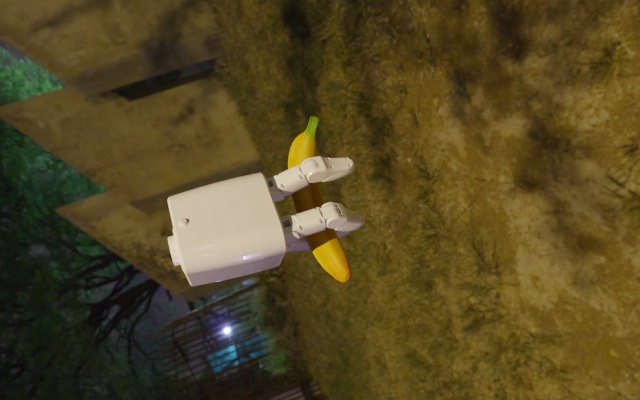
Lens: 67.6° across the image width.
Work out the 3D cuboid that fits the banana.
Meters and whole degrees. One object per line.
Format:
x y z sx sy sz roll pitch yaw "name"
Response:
-0.007 0.003 0.569 0.037 0.197 0.070 -9 -12 -23 "banana"
